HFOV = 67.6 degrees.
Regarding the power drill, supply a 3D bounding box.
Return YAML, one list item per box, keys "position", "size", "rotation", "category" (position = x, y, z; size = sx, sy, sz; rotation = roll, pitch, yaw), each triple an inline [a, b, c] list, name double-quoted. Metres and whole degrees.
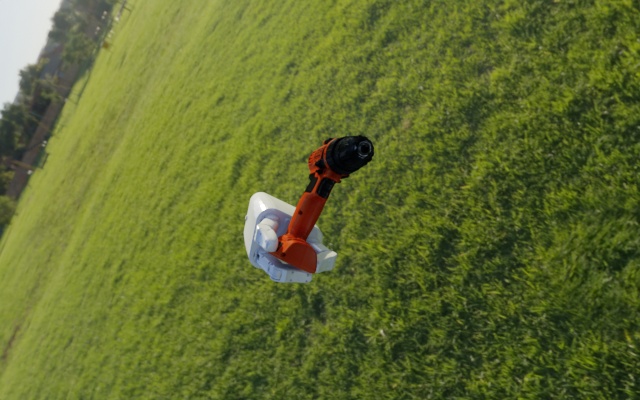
- position: [0.000, 0.003, 0.651]
  size: [0.057, 0.187, 0.184]
  rotation: [27, -9, -13]
  category: "power drill"
